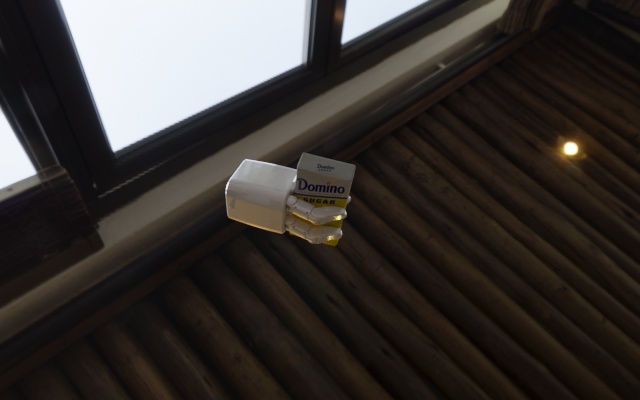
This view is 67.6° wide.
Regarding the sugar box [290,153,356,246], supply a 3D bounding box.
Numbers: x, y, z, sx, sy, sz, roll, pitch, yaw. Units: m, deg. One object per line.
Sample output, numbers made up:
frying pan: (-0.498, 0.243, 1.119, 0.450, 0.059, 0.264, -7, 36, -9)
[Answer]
sugar box: (0.000, 0.003, 0.834, 0.093, 0.048, 0.176, 14, -40, 5)
